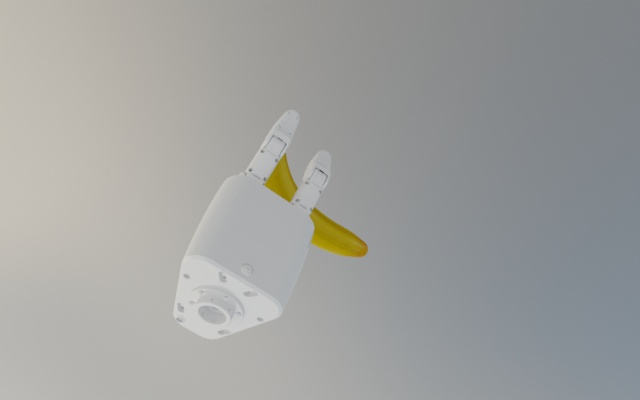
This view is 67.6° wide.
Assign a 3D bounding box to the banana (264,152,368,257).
[{"bbox_3d":[-0.018,0.005,0.552,0.069,0.198,0.037,-21,30,24],"label":"banana"}]
